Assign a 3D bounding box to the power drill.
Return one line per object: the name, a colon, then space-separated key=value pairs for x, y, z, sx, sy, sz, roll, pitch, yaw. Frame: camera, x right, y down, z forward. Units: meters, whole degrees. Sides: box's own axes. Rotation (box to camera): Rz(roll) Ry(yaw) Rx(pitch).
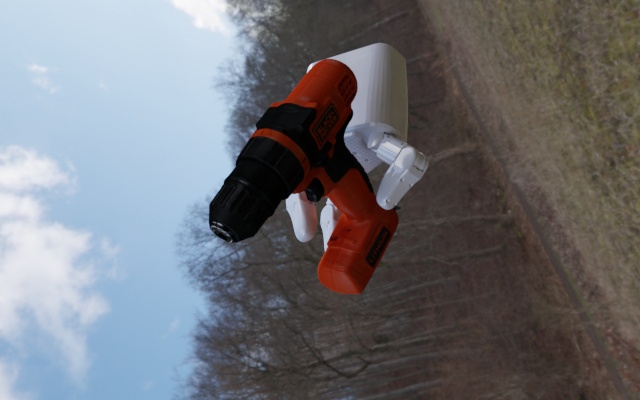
power drill: x=0.000 y=0.001 z=0.417 sx=0.057 sy=0.184 sz=0.188 roll=12 pitch=-35 yaw=36
